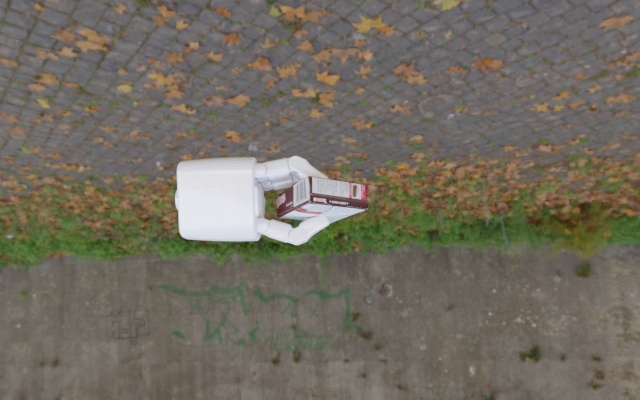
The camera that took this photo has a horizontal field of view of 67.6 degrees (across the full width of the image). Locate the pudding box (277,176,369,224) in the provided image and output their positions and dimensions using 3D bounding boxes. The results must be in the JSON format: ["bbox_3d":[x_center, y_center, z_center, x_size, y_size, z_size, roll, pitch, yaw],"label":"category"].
[{"bbox_3d":[0.000,0.002,0.659,0.090,0.039,0.113,6,-14,-26],"label":"pudding box"}]
